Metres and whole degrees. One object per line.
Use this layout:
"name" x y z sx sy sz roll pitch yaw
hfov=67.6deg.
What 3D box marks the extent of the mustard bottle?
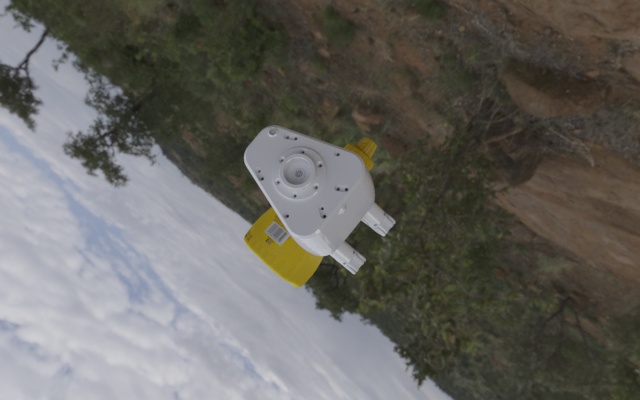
"mustard bottle" 0.000 0.002 0.568 0.096 0.191 0.058 36 -5 39
